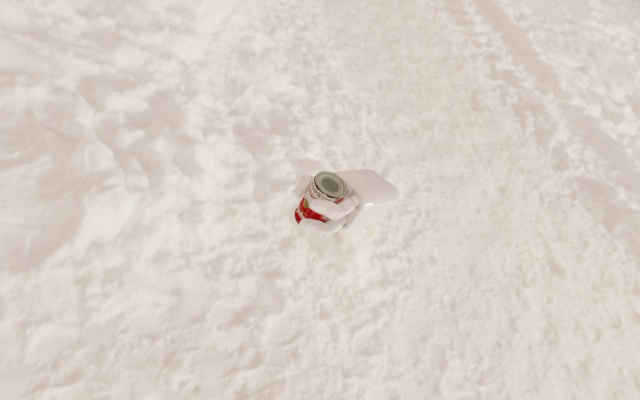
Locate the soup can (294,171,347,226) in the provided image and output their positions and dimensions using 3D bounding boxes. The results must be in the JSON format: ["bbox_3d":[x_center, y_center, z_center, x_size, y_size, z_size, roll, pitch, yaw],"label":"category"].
[{"bbox_3d":[0.000,0.003,0.897,0.068,0.068,0.102,0,-40,-31],"label":"soup can"}]
